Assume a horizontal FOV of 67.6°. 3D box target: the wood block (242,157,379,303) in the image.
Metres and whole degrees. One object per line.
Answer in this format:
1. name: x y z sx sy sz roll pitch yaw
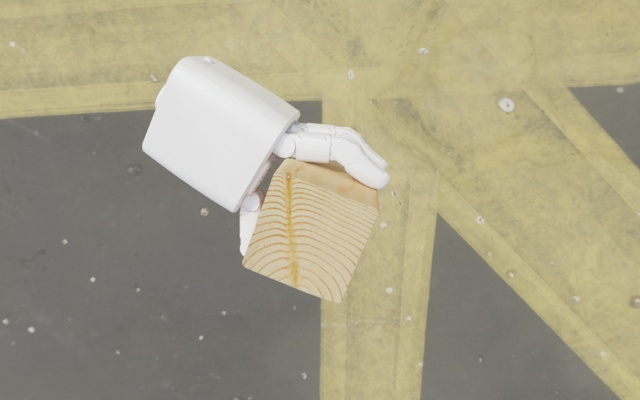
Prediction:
1. wood block: 0.000 0.002 0.477 0.090 0.091 0.206 21 18 -1
